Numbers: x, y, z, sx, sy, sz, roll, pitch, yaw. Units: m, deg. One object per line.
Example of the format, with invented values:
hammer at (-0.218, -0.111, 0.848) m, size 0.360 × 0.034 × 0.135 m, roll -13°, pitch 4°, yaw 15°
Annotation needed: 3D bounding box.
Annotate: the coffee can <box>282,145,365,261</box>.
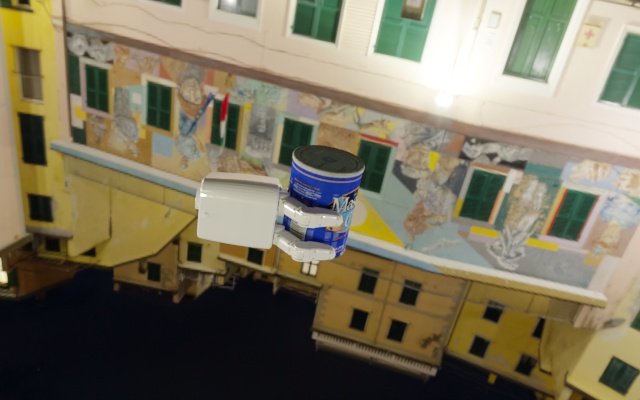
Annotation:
coffee can at (0.000, 0.002, 0.701) m, size 0.103 × 0.140 × 0.102 m, roll 9°, pitch 26°, yaw -4°
